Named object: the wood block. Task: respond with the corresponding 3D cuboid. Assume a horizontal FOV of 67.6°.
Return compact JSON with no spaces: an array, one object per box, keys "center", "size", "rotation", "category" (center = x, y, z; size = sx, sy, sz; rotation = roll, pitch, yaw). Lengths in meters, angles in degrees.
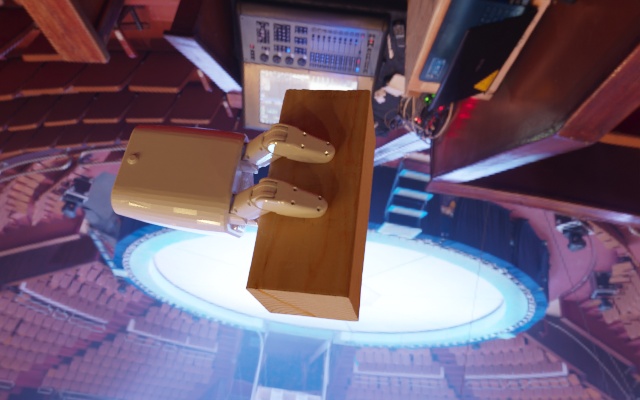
[{"center":[0.000,0.002,0.464],"size":[0.090,0.206,0.091],"rotation":[3,-26,11],"category":"wood block"}]
